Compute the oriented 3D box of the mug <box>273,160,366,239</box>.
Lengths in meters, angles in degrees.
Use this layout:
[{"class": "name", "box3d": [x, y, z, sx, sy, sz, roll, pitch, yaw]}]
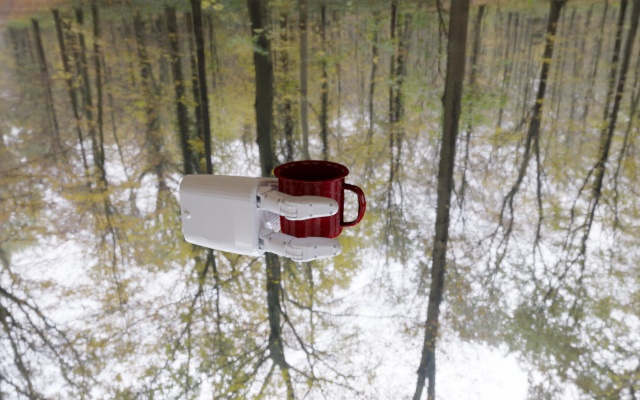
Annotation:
[{"class": "mug", "box3d": [0.001, 0.002, 0.593, 0.117, 0.081, 0.093, 7, 22, 19]}]
